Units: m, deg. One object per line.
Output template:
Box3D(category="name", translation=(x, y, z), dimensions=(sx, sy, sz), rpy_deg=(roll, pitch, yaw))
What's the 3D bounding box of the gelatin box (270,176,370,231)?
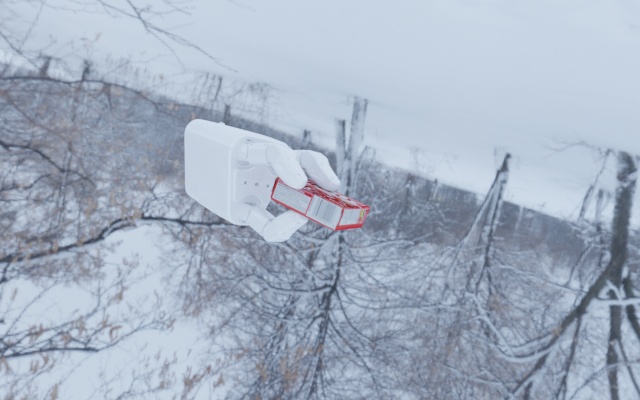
Box3D(category="gelatin box", translation=(0.000, 0.002, 0.531), dimensions=(0.089, 0.030, 0.073), rpy_deg=(26, 11, 25))
